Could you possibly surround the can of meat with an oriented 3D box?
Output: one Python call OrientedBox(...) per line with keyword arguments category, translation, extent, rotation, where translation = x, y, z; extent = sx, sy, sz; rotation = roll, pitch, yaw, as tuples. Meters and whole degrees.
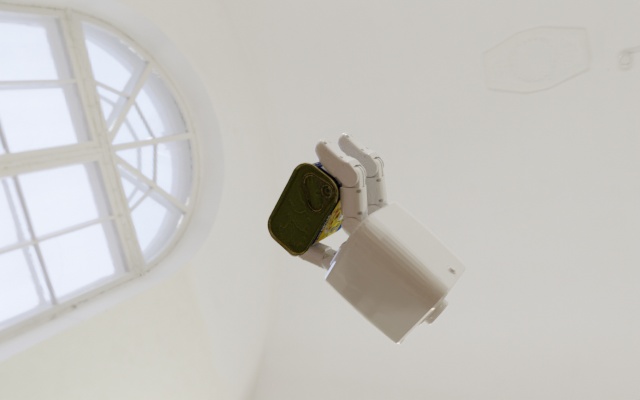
OrientedBox(category="can of meat", translation=(0.000, 0.002, 0.530), extent=(0.057, 0.102, 0.084), rotation=(39, 30, 17))
